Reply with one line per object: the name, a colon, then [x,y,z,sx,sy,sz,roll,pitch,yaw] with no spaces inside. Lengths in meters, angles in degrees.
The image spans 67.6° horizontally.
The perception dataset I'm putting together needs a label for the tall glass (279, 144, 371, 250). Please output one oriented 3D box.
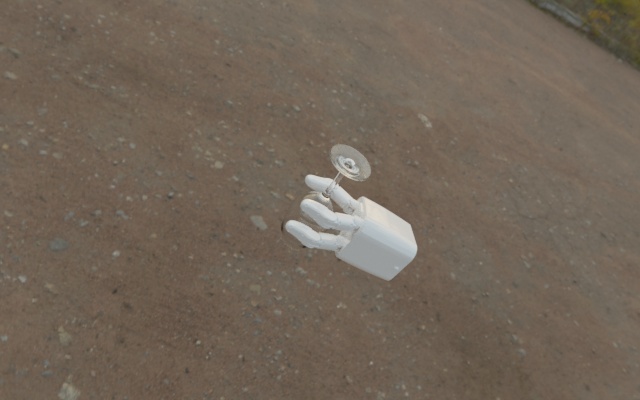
tall glass: [0.000,0.002,0.795,0.079,0.079,0.201,0,-38,-37]
